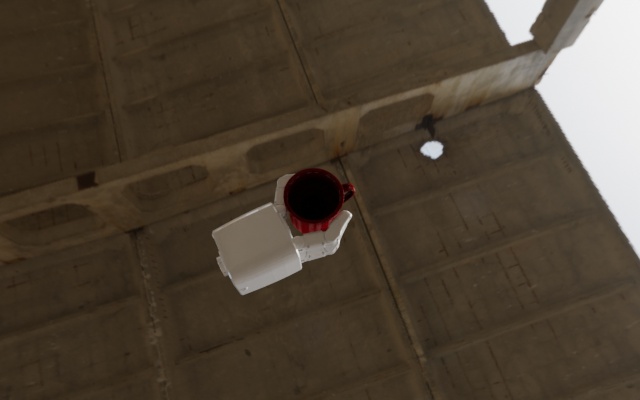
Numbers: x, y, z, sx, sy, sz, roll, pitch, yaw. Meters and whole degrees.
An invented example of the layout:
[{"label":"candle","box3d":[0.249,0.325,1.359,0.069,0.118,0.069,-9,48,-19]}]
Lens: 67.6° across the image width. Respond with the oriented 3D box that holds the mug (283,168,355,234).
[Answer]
[{"label":"mug","box3d":[0.001,0.002,0.767,0.117,0.093,0.081,-23,-20,-9]}]
